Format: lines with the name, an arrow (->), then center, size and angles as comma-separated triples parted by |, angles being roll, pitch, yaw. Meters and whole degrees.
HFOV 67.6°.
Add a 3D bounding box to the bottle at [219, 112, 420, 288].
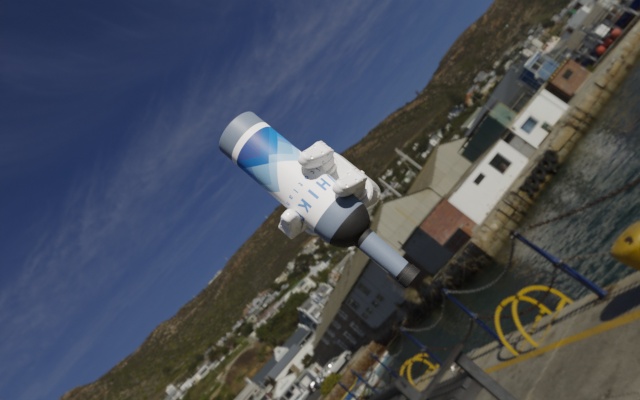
bottle -> 0.000, 0.002, 0.597 | 0.295, 0.069, 0.069 | 40, 10, 13
